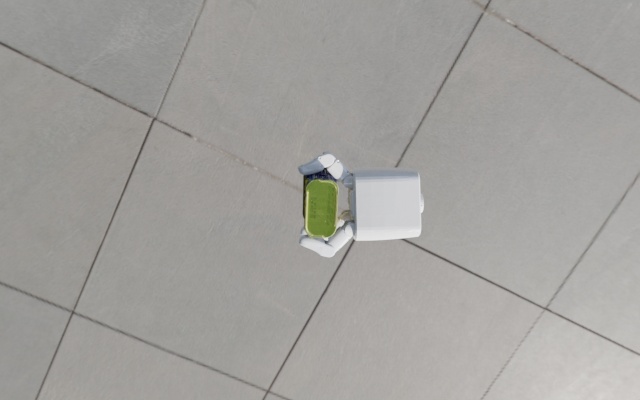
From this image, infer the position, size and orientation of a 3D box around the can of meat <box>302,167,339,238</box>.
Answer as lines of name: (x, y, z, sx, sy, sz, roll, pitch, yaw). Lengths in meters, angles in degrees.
can of meat: (0.000, 0.003, 0.777, 0.057, 0.102, 0.084, 1, 16, -3)
